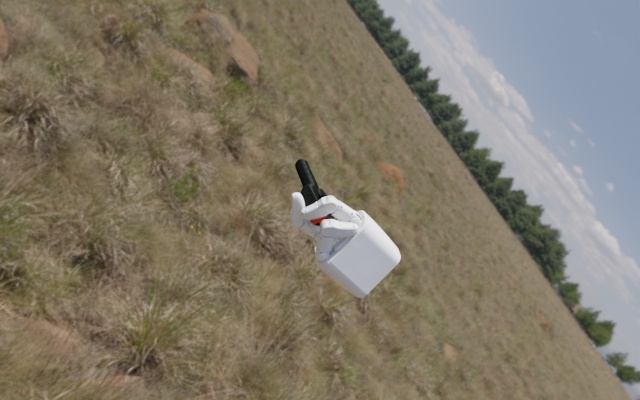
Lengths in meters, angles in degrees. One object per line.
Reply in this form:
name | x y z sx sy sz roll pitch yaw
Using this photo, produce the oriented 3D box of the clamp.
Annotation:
clamp | 0.001 0.002 0.858 0.039 0.120 0.171 -38 28 17
